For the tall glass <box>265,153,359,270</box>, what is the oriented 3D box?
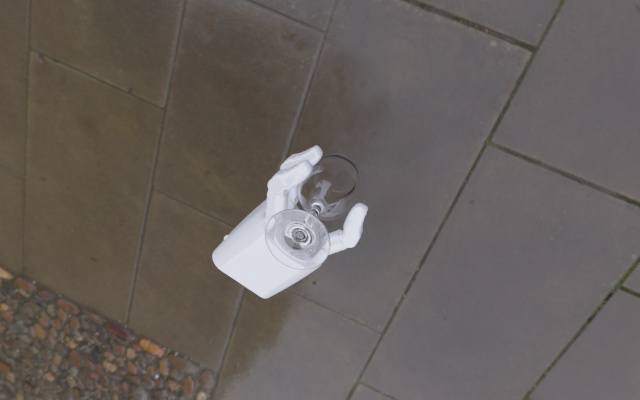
[{"bbox_3d":[0.000,0.002,0.598,0.079,0.079,0.201,0,25,17],"label":"tall glass"}]
